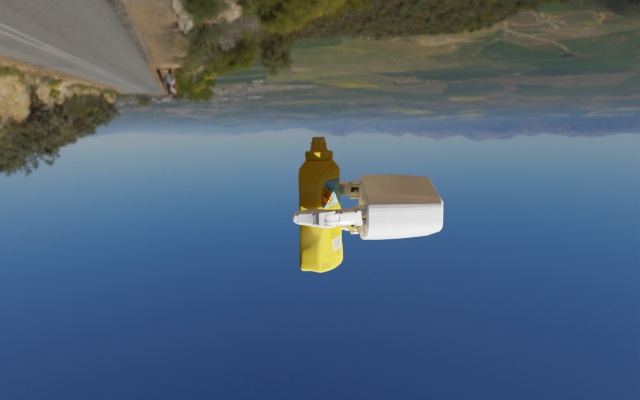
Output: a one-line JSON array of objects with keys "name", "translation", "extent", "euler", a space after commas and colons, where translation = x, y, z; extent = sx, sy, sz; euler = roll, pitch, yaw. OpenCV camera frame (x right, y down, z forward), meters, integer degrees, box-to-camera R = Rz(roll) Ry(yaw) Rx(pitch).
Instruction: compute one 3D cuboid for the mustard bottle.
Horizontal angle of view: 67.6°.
[{"name": "mustard bottle", "translation": [0.000, 0.003, 0.706], "extent": [0.058, 0.191, 0.096], "euler": [2, 9, 23]}]
